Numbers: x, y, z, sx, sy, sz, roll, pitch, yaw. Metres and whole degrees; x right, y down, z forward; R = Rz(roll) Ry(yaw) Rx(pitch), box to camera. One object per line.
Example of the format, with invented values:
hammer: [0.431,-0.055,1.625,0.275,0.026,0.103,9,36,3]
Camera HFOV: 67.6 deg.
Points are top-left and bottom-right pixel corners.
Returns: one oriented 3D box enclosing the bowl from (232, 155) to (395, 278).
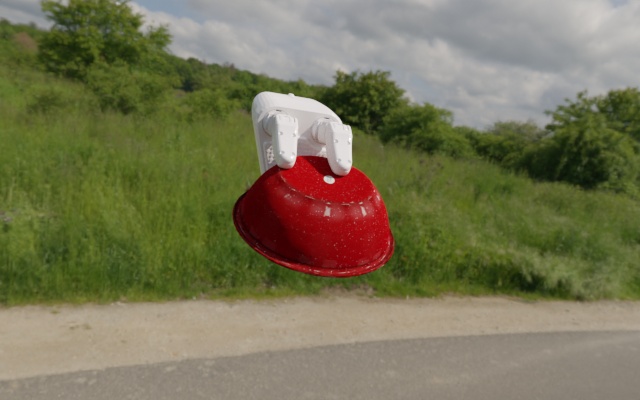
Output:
bowl: [0.001,0.002,0.456,0.162,0.055,0.162,11,30,-7]
